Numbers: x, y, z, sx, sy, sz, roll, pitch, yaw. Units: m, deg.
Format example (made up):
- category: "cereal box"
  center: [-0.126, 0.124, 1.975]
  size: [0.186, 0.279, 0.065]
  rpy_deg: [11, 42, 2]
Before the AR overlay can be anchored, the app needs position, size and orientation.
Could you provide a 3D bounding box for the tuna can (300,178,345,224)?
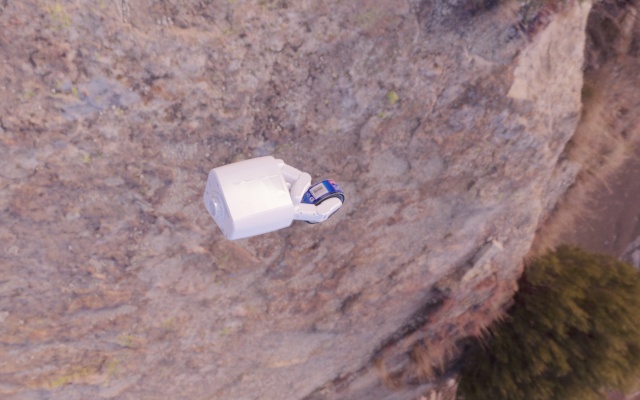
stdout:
- category: "tuna can"
  center: [0.000, 0.003, 0.840]
  size: [0.086, 0.033, 0.086]
  rpy_deg: [-29, -26, -15]
